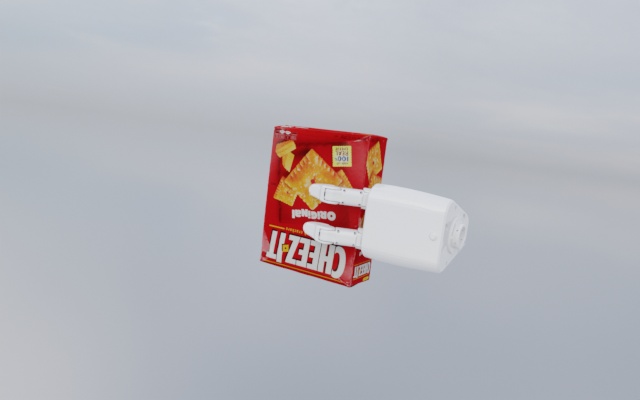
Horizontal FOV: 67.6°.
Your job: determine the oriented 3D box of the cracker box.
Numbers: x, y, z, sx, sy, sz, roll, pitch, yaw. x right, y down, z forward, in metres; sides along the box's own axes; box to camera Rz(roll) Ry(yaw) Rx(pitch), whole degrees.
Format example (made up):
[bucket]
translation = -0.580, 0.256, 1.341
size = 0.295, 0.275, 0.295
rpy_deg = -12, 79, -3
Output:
[cracker box]
translation = 0.000, 0.002, 0.707
size = 0.164, 0.214, 0.072
rpy_deg = 11, 8, 30
